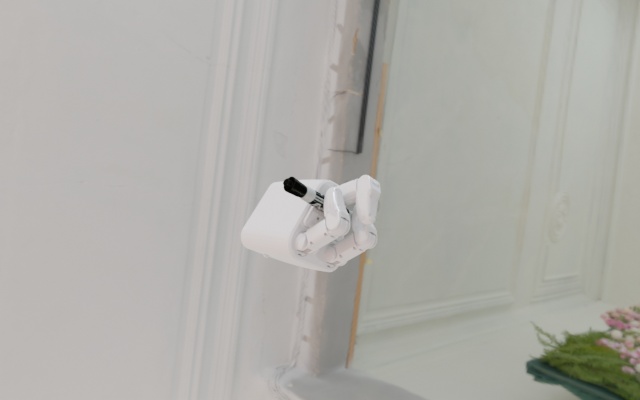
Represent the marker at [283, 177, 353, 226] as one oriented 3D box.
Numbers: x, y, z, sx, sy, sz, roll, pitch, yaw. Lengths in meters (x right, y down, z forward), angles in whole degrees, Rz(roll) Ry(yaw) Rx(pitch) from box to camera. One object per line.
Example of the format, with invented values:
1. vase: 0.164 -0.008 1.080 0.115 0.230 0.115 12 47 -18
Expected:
1. marker: 0.000 0.002 0.574 0.020 0.020 0.121 0 -22 44
